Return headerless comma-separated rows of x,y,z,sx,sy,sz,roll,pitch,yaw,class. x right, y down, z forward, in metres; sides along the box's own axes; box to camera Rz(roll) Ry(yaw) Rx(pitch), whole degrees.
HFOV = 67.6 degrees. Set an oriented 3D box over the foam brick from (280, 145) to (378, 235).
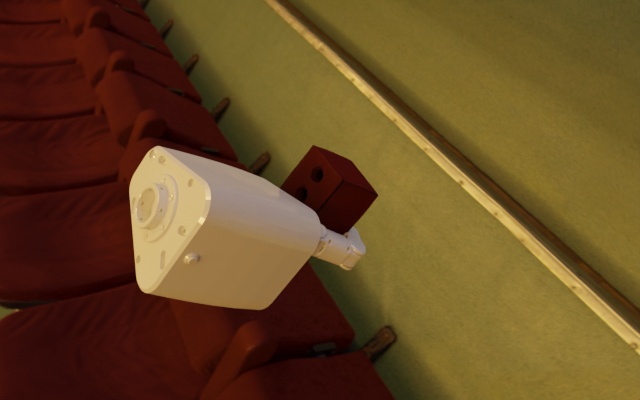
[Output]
0.000,0.001,0.417,0.051,0.078,0.053,21,25,-45,foam brick
